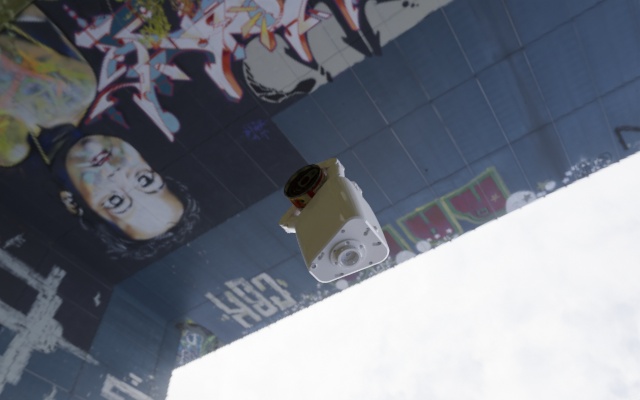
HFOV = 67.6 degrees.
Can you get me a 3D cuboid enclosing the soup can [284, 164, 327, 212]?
[{"bbox_3d":[0.000,0.002,0.745,0.068,0.068,0.102,0,-40,47],"label":"soup can"}]
